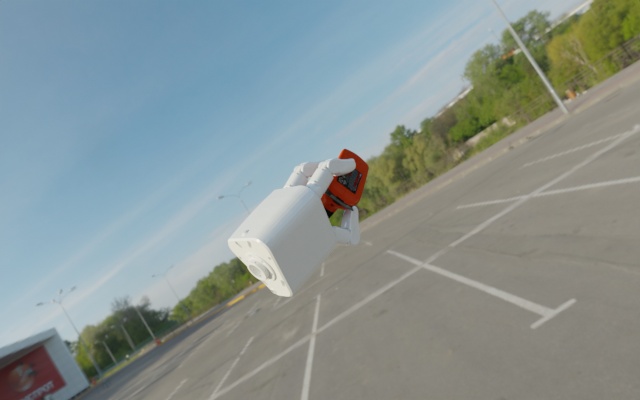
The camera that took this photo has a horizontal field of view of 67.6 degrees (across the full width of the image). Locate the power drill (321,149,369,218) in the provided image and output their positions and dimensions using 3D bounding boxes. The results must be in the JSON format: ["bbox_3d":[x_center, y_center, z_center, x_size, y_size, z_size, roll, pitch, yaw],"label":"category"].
[{"bbox_3d":[0.000,0.002,0.776,0.057,0.184,0.188,33,-49,-12],"label":"power drill"}]
